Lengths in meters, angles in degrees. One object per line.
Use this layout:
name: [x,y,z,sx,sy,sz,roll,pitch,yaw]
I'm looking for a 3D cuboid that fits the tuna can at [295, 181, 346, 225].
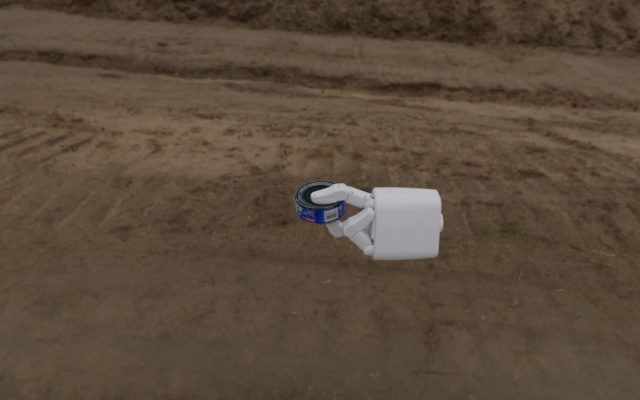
tuna can: [0.000,0.002,0.801,0.086,0.034,0.086,-2,35,2]
